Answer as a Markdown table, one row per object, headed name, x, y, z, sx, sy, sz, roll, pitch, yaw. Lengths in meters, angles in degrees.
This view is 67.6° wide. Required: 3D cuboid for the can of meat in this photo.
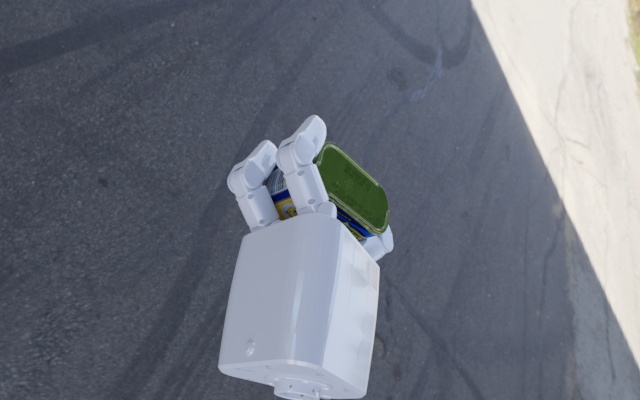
| name | x | y | z | sx | sy | sz | roll | pitch | yaw |
| --- | --- | --- | --- | --- | --- | --- | --- | --- | --- |
| can of meat | 0.000 | 0.001 | 0.426 | 0.084 | 0.057 | 0.102 | -21 | -45 | 39 |
